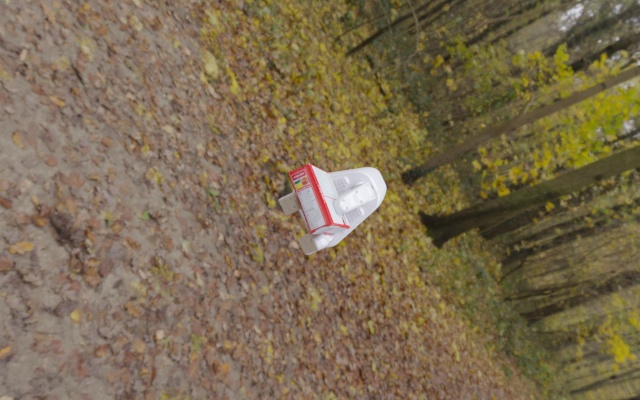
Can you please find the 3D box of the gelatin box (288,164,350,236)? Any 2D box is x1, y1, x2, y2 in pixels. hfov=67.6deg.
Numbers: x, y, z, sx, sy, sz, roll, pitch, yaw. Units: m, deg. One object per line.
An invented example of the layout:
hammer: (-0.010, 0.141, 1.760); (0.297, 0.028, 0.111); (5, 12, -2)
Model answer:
gelatin box: (0.000, 0.002, 0.550); (0.030, 0.073, 0.089); (-23, -11, 13)
